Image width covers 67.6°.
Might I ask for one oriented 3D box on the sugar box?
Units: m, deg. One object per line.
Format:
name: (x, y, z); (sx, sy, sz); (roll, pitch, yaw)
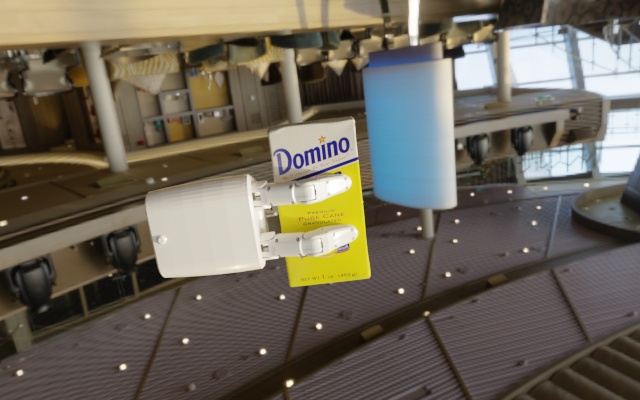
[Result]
sugar box: (0.000, 0.002, 0.523); (0.093, 0.176, 0.048); (-7, 15, 1)
